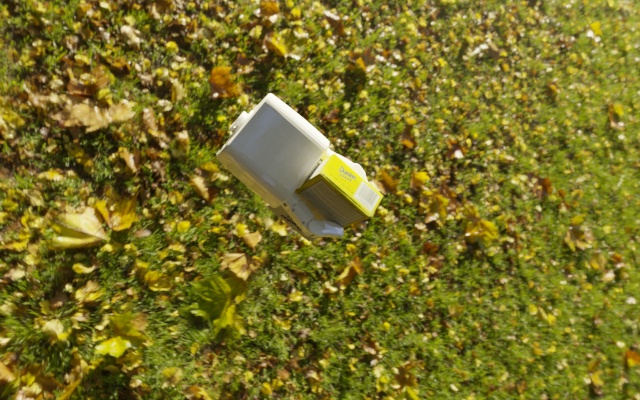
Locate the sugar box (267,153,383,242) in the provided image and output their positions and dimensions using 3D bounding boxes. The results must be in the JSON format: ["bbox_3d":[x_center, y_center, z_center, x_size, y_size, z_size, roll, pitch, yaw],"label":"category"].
[{"bbox_3d":[0.000,0.002,0.689,0.093,0.048,0.176,41,-28,-14],"label":"sugar box"}]
